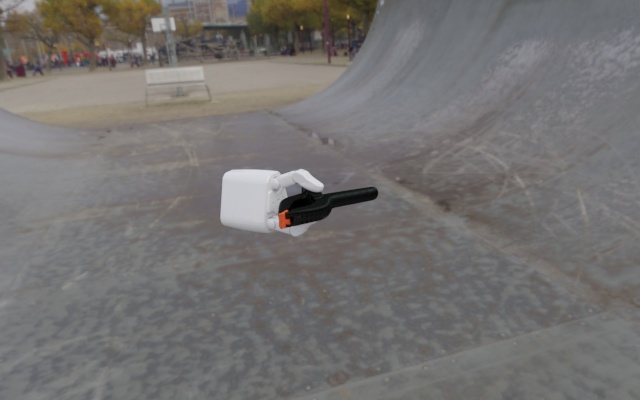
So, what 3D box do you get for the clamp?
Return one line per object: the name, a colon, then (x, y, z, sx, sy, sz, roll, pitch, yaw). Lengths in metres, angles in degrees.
clamp: (0.000, 0.002, 0.857, 0.164, 0.036, 0.210, 6, 21, 25)
